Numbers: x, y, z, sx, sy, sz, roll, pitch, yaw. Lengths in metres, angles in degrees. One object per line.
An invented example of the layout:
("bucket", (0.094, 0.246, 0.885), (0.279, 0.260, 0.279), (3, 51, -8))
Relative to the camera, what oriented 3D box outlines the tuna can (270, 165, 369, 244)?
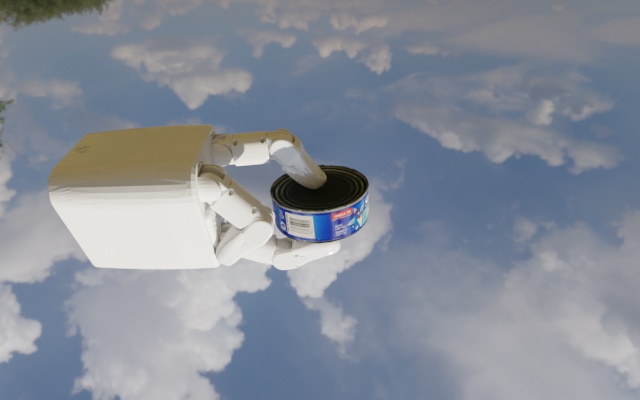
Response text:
("tuna can", (0.000, 0.002, 0.421), (0.086, 0.034, 0.086), (-4, 29, 2))
